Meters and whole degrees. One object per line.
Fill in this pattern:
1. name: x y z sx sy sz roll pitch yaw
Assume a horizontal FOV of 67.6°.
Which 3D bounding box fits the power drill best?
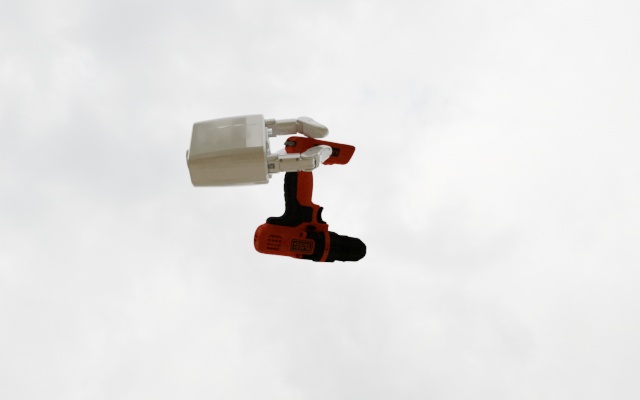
1. power drill: 0.000 0.002 0.730 0.184 0.187 0.057 8 3 -23
